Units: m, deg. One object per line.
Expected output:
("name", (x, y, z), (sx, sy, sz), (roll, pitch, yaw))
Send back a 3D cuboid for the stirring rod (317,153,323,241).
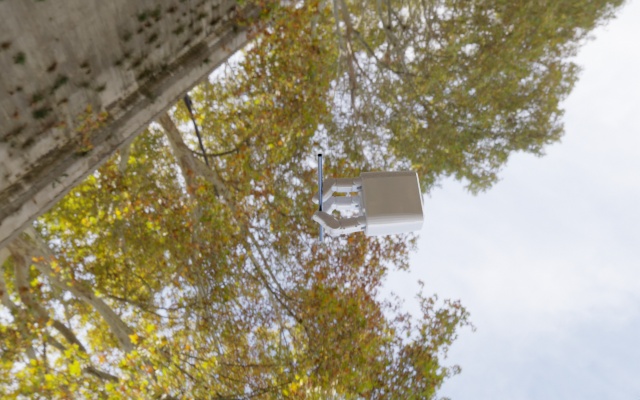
("stirring rod", (0.000, 0.003, 0.859), (0.011, 0.011, 0.240), (0, -39, 1))
